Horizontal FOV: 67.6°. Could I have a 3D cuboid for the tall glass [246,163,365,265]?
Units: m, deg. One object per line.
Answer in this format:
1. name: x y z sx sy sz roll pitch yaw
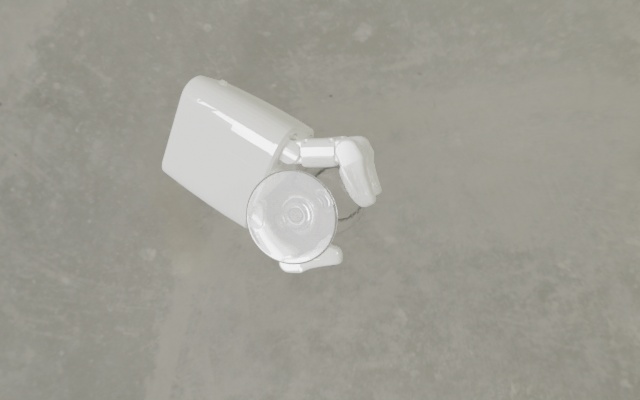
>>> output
1. tall glass: 0.000 0.002 0.463 0.079 0.079 0.201 0 6 14
